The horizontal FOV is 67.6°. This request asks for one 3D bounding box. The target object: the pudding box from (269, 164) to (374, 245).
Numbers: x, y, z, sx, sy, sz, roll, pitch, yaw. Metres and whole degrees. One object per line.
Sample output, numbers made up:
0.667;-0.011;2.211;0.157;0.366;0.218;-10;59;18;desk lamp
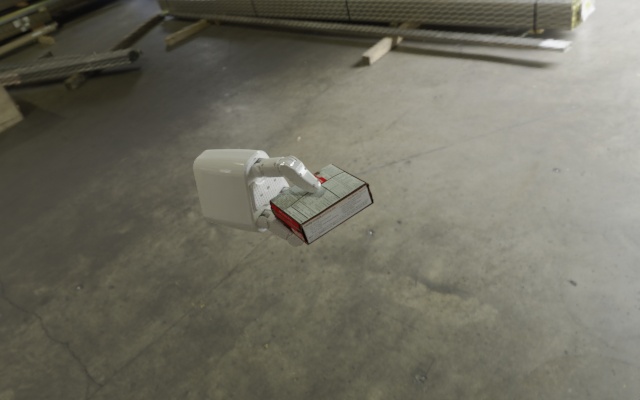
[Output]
0.000;0.002;0.646;0.113;0.039;0.090;-33;37;-18;pudding box
